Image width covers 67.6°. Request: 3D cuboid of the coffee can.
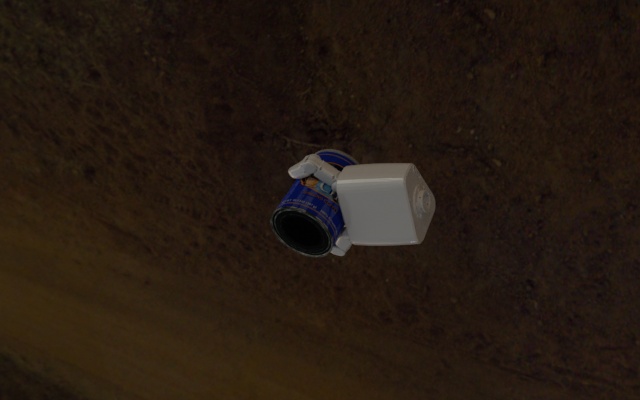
[{"bbox_3d":[0.000,0.002,0.739,0.103,0.103,0.140,0,41,33],"label":"coffee can"}]
